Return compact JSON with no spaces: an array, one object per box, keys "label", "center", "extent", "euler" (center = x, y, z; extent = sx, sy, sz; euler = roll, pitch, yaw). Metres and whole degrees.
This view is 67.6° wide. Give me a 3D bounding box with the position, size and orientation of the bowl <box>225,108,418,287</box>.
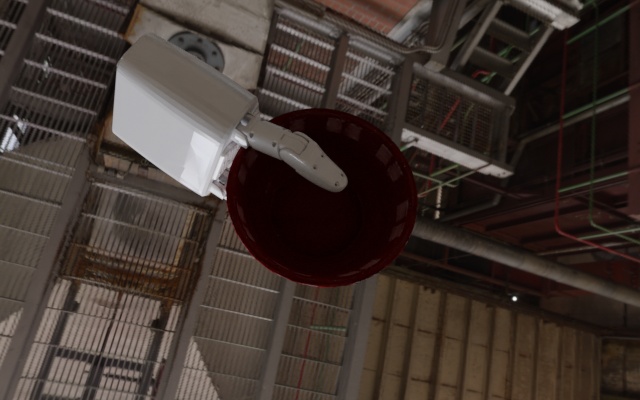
[{"label":"bowl","center":[0.001,0.002,0.422],"extent":[0.162,0.162,0.055],"euler":[0,-22,-8]}]
